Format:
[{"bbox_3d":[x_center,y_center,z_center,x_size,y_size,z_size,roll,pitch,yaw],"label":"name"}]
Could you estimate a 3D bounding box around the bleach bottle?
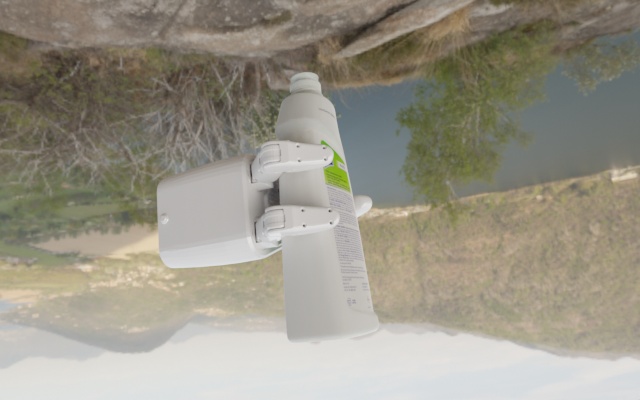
[{"bbox_3d":[0.000,0.002,0.457,0.068,0.250,0.102,-11,-14,22],"label":"bleach bottle"}]
